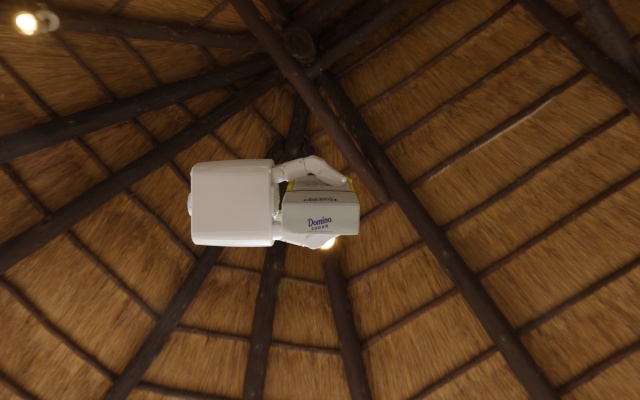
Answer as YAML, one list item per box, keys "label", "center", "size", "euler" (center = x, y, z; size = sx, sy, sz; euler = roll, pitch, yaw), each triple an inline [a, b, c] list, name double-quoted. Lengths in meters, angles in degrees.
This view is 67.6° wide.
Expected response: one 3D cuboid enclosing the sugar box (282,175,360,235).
- label: "sugar box"
  center: [0.000, 0.003, 0.641]
  size: [0.093, 0.048, 0.176]
  euler: [1, 15, 1]
